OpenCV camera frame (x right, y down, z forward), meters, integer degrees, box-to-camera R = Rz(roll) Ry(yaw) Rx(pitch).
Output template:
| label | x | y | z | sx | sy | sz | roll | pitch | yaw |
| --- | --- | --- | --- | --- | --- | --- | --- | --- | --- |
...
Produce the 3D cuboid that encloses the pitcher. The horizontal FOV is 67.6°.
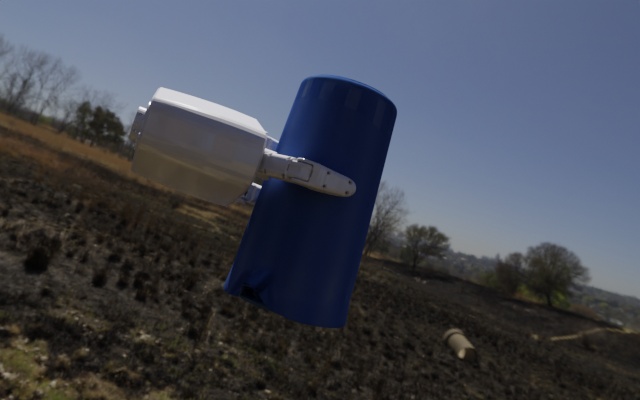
| label | x | y | z | sx | sy | sz | roll | pitch | yaw |
| --- | --- | --- | --- | --- | --- | --- | --- | --- | --- |
| pitcher | 0.000 | 0.002 | 0.514 | 0.145 | 0.243 | 0.149 | 18 | -2 | -19 |
